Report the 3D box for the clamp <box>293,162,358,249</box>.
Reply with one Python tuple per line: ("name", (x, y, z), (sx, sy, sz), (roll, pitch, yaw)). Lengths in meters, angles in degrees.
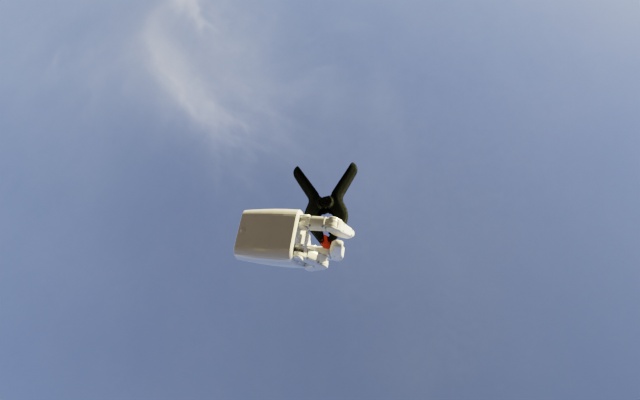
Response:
("clamp", (0.000, 0.003, 0.873), (0.120, 0.171, 0.039), (2, -28, 15))
